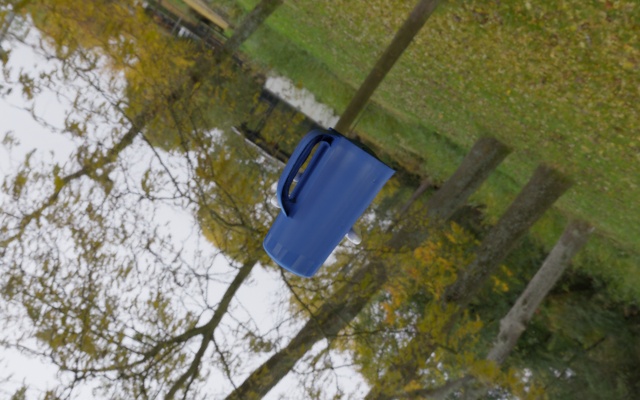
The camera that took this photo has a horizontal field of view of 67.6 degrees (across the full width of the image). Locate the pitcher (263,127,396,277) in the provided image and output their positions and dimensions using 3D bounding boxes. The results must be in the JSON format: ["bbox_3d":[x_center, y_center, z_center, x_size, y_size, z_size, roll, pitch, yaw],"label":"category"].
[{"bbox_3d":[0.000,0.003,0.810,0.149,0.243,0.145,35,8,5],"label":"pitcher"}]
